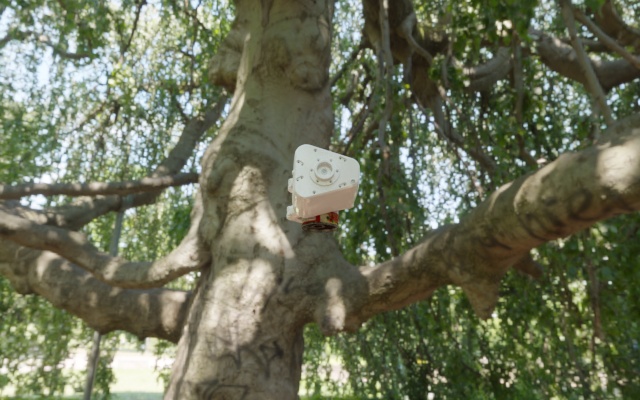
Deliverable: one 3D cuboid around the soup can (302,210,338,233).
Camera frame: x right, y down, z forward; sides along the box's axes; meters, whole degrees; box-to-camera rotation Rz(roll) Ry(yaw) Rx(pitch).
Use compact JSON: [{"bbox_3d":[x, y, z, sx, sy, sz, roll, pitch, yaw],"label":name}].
[{"bbox_3d":[0.000,0.003,0.893,0.068,0.102,0.068,1,-17,0],"label":"soup can"}]
